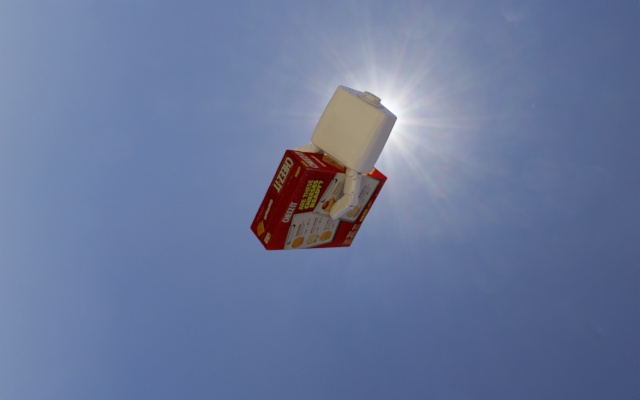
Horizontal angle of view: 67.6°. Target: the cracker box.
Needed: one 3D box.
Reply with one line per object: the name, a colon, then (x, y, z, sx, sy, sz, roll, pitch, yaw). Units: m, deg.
cracker box: (0.000, 0.003, 0.855, 0.214, 0.164, 0.072, 4, 31, -46)
